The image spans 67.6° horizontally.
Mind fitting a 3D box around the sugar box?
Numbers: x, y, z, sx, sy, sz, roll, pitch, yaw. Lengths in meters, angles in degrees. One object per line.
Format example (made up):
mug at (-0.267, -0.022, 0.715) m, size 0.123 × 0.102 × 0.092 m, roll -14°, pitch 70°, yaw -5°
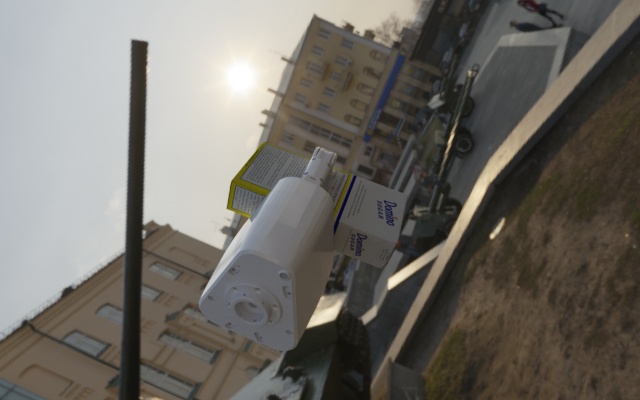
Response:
sugar box at (0.000, 0.002, 0.512) m, size 0.176 × 0.048 × 0.093 m, roll 23°, pitch 38°, yaw 2°
